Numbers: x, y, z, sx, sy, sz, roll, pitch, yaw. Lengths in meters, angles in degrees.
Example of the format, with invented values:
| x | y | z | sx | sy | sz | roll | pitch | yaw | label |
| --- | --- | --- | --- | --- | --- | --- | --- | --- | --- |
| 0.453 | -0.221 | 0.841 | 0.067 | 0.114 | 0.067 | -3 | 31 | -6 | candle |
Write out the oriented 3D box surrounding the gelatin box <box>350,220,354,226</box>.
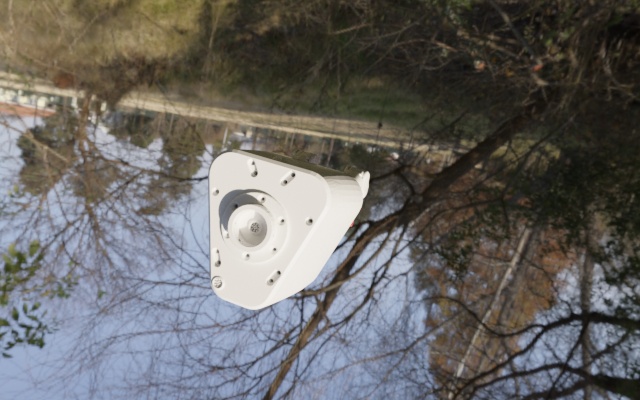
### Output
| x | y | z | sx | sy | sz | roll | pitch | yaw | label |
| --- | --- | --- | --- | --- | --- | --- | --- | --- | --- |
| 0.000 | 0.002 | 0.503 | 0.073 | 0.030 | 0.089 | 16 | 0 | 1 | gelatin box |
